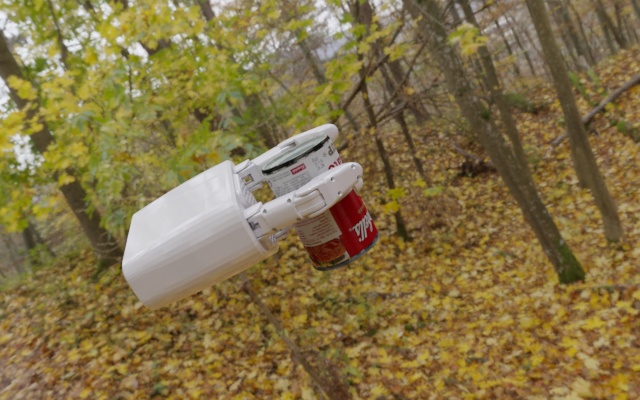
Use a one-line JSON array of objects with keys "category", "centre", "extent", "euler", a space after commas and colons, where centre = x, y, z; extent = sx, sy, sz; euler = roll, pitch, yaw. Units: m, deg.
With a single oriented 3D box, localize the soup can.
[{"category": "soup can", "centre": [0.000, 0.001, 0.423], "extent": [0.068, 0.102, 0.068], "euler": [-26, 14, 7]}]
